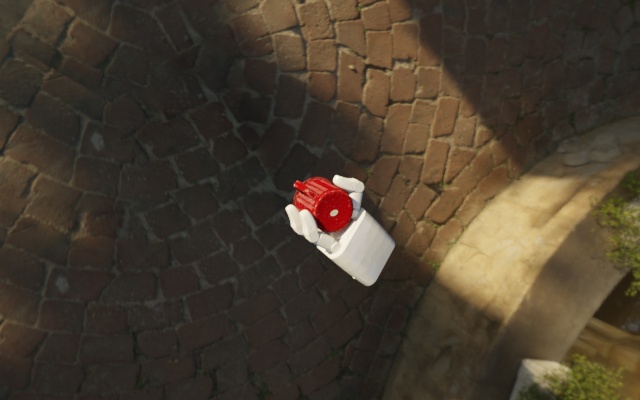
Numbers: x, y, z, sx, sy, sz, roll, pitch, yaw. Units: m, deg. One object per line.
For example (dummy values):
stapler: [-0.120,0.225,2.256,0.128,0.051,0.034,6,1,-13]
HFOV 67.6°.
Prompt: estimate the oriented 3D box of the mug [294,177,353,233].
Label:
mug: [-0.001,0.002,0.869,0.117,0.093,0.081,42,-6,-28]
